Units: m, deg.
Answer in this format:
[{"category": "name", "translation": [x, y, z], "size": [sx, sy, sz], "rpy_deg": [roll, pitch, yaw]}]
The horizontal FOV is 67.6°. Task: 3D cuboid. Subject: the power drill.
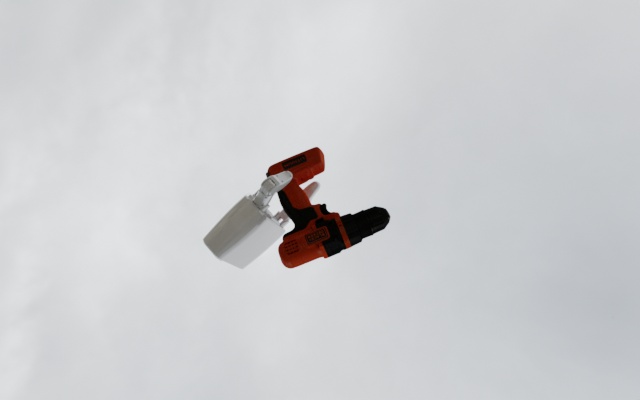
[{"category": "power drill", "translation": [0.000, 0.002, 0.783], "size": [0.184, 0.187, 0.057], "rpy_deg": [-22, -33, -2]}]
